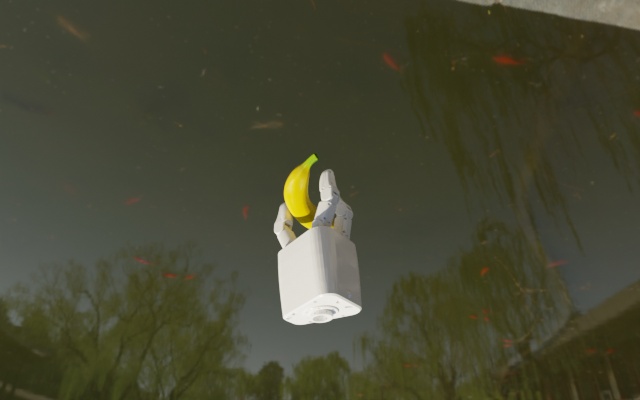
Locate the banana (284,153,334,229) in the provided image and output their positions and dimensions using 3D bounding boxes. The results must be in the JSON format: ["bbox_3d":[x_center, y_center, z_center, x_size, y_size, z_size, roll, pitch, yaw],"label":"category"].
[{"bbox_3d":[-0.019,0.005,0.774,0.069,0.037,0.198,-14,-36,1],"label":"banana"}]
